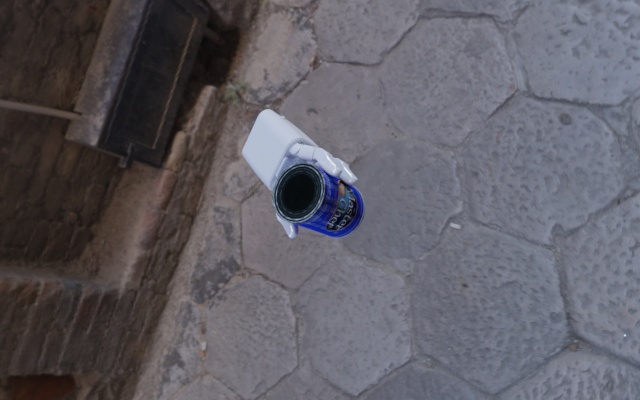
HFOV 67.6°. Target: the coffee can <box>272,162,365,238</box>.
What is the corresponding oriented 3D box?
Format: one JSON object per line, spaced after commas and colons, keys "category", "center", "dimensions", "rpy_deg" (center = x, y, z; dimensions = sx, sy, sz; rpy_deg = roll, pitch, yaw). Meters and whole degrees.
{"category": "coffee can", "center": [0.000, 0.003, 0.818], "dimensions": [0.103, 0.102, 0.140], "rpy_deg": [0, -13, 33]}
